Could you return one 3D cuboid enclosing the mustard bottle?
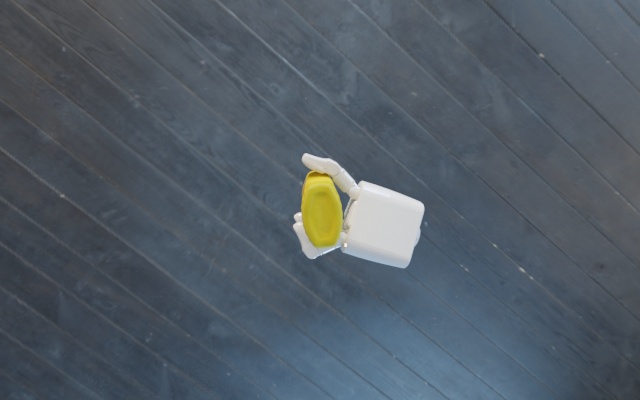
[{"bbox_3d":[0.000,0.002,0.751,0.058,0.096,0.191,-7,12,0],"label":"mustard bottle"}]
